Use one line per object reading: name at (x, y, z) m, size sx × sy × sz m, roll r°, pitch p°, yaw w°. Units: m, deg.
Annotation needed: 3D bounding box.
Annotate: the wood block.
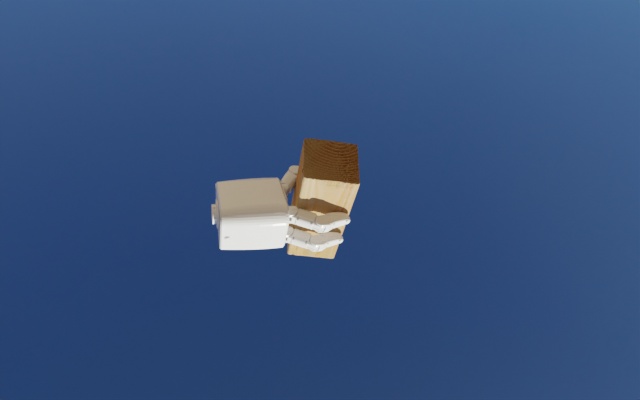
wood block at (0.000, 0.002, 0.818) m, size 0.090 × 0.090 × 0.206 m, roll 6°, pitch -40°, yaw -8°
